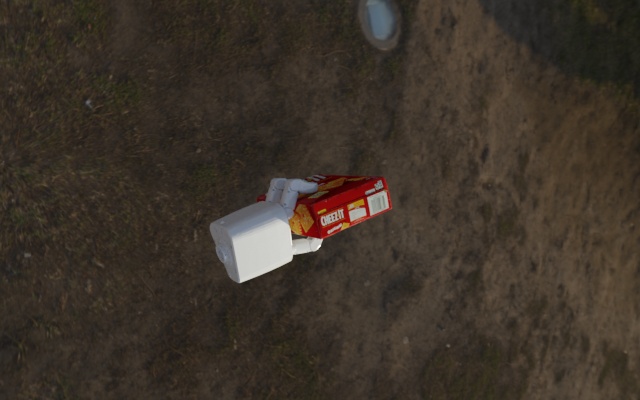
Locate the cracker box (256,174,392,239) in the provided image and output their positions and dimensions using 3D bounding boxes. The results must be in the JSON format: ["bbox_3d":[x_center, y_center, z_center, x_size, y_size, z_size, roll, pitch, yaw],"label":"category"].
[{"bbox_3d":[0.000,0.003,0.900,0.164,0.072,0.213,-21,15,-30],"label":"cracker box"}]
